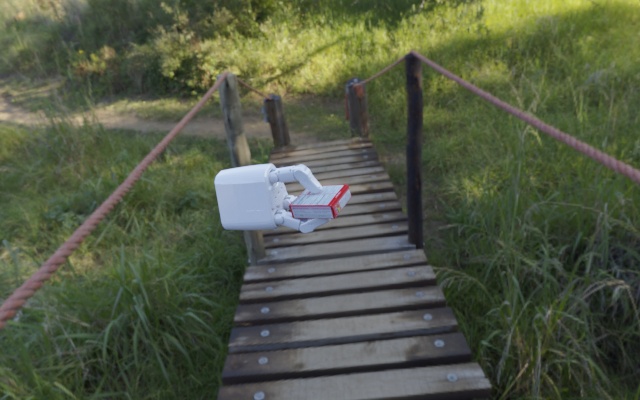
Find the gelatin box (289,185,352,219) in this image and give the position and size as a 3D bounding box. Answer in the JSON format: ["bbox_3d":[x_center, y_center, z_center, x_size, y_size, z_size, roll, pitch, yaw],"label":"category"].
[{"bbox_3d":[0.000,0.002,0.843,0.089,0.030,0.073,-1,29,31],"label":"gelatin box"}]
